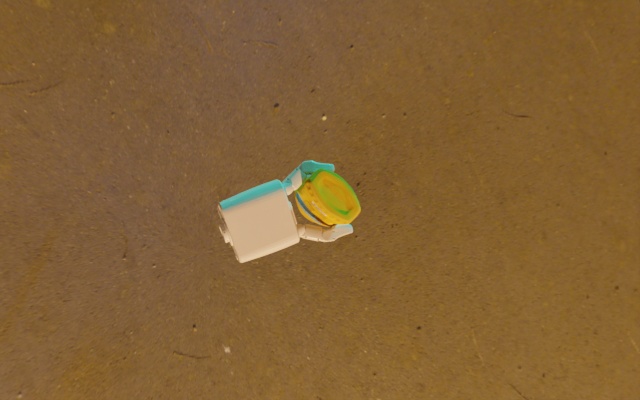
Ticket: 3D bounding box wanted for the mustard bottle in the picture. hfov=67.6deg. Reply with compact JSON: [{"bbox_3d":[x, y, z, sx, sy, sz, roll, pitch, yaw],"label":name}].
[{"bbox_3d":[0.000,0.002,0.826,0.096,0.058,0.191,45,-15,-6],"label":"mustard bottle"}]
